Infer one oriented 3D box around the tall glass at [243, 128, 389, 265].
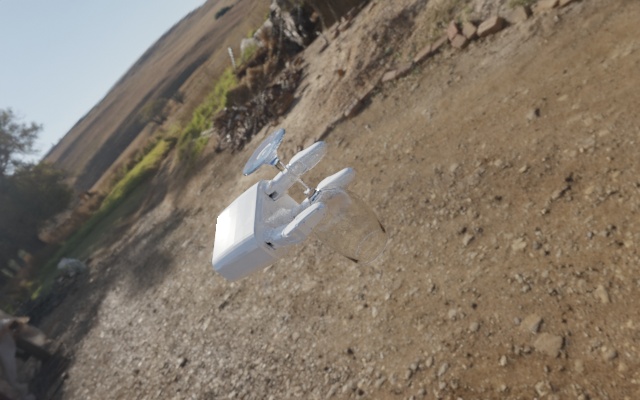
[{"bbox_3d":[0.000,0.002,0.613,0.201,0.079,0.079,41,-18,-21],"label":"tall glass"}]
